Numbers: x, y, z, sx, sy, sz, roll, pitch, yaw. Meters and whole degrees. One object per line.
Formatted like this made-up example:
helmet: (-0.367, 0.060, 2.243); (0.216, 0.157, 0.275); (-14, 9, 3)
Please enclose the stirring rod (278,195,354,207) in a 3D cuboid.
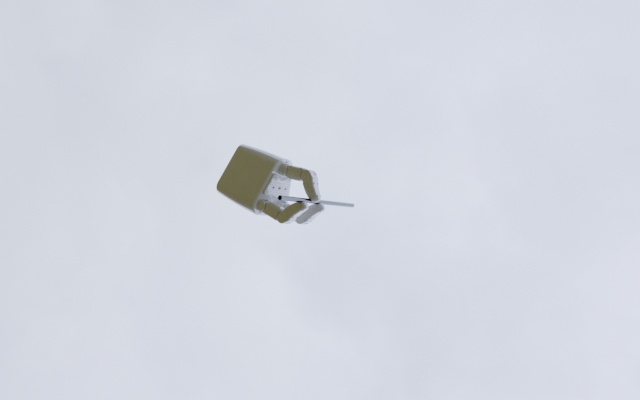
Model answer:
stirring rod: (0.000, 0.003, 0.852); (0.011, 0.011, 0.239); (0, -3, 32)
